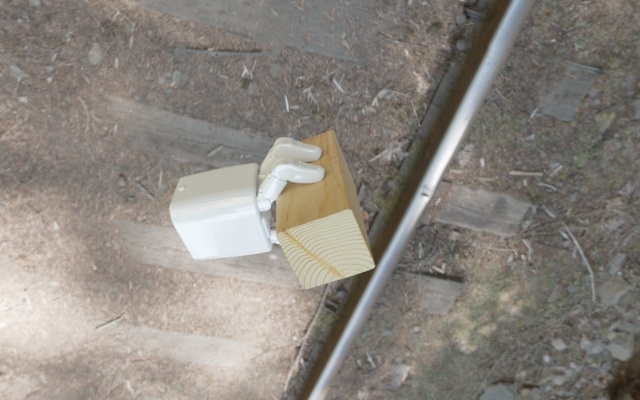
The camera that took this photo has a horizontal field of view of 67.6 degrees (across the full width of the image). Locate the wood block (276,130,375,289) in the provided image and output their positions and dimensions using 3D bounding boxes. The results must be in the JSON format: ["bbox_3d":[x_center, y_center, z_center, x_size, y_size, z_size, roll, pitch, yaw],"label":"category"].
[{"bbox_3d":[0.000,0.002,0.614,0.090,0.091,0.206,-19,32,7],"label":"wood block"}]
